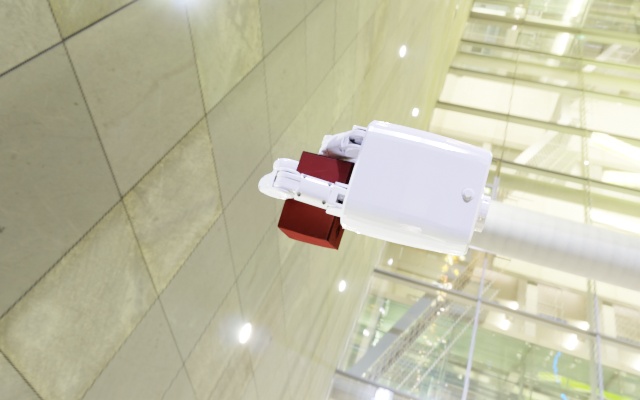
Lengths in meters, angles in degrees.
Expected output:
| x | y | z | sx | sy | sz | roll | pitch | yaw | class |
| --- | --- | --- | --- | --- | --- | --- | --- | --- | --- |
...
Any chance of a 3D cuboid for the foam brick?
| x | y | z | sx | sy | sz | roll | pitch | yaw | class |
| --- | --- | --- | --- | --- | --- | --- | --- | --- | --- |
| 0.000 | 0.002 | 0.450 | 0.051 | 0.078 | 0.053 | 16 | -11 | 14 | foam brick |
